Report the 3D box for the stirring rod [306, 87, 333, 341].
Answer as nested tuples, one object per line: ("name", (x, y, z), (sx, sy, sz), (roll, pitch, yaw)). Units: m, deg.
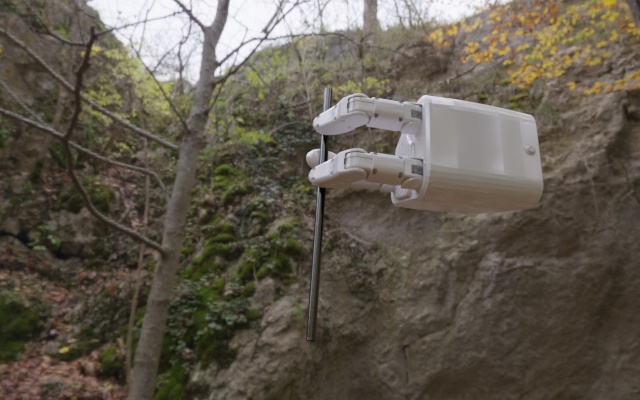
("stirring rod", (0.000, 0.002, 0.428), (0.011, 0.239, 0.011), (4, -22, 1))
